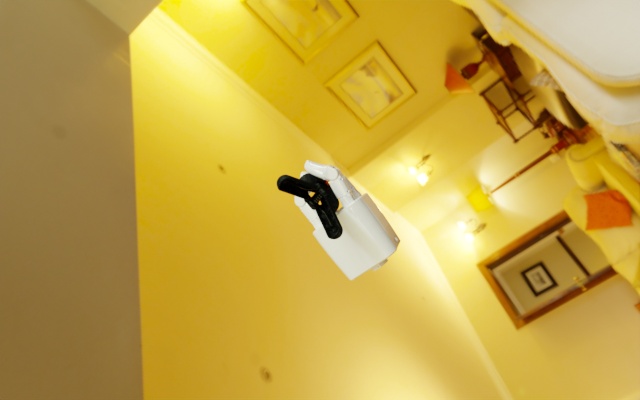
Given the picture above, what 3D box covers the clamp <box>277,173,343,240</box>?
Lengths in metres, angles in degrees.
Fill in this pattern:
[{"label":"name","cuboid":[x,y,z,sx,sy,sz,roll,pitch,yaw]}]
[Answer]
[{"label":"clamp","cuboid":[0.000,0.003,0.743,0.039,0.120,0.171,-39,-4,17]}]
